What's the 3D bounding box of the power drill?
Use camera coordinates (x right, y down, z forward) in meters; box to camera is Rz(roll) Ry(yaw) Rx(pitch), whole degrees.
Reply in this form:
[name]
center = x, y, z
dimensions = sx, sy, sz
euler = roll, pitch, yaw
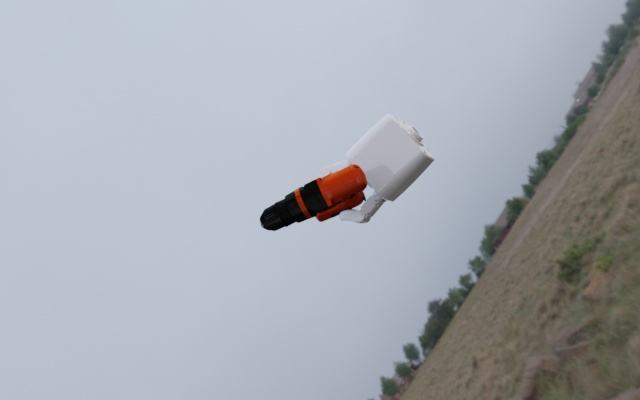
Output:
[power drill]
center = 0.000, 0.003, 0.824
dimensions = 0.184, 0.057, 0.187
euler = -24, -6, 9
